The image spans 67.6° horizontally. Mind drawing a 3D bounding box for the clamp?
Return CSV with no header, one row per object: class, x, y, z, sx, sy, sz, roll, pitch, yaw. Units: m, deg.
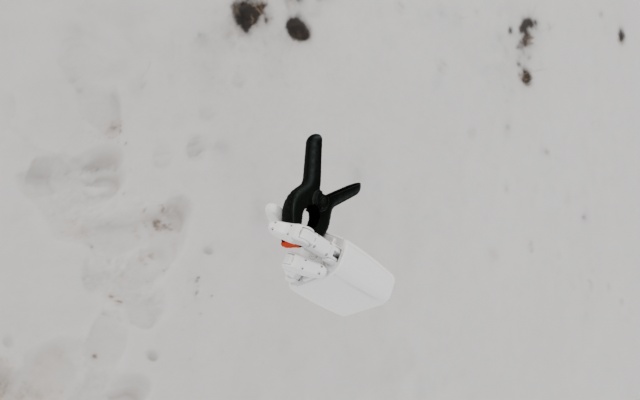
clamp,0.000,0.002,0.687,0.120,0.171,0.039,36,-27,-28
